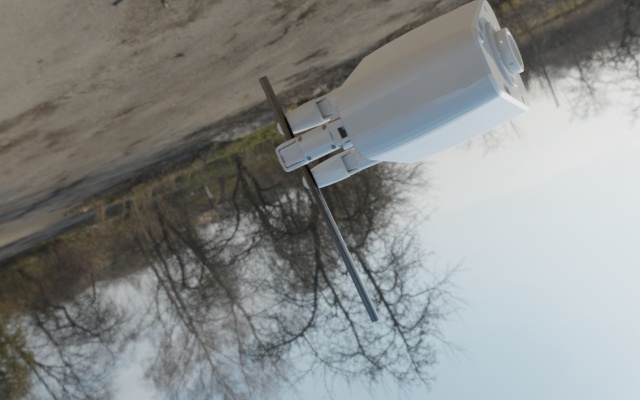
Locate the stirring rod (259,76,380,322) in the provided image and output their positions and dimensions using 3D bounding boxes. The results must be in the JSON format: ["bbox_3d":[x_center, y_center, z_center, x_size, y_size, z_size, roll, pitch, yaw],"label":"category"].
[{"bbox_3d":[0.000,0.001,0.429,0.011,0.239,0.011,-25,5,2],"label":"stirring rod"}]
